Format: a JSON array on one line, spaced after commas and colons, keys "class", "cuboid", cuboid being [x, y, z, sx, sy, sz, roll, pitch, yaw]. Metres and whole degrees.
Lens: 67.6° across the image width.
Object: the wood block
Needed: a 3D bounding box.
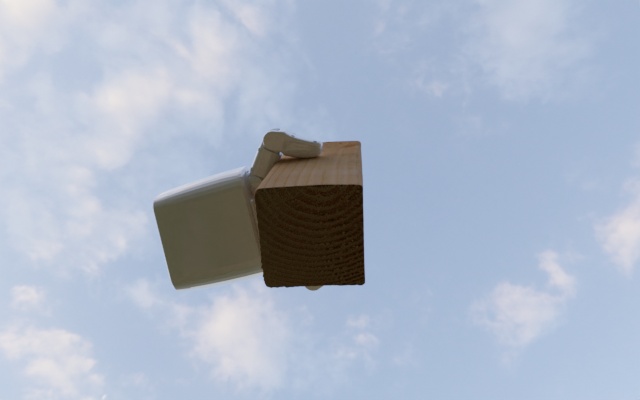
[{"class": "wood block", "cuboid": [0.000, 0.001, 0.491, 0.090, 0.091, 0.206, -2, 17, 5]}]
